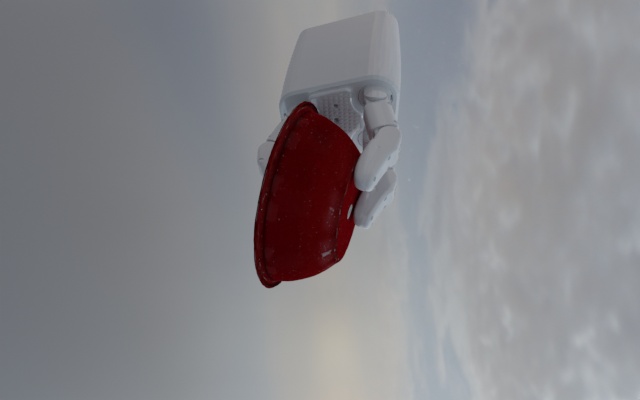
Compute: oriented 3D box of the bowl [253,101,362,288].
[{"bbox_3d":[0.000,0.003,0.404,0.055,0.162,0.162,13,3,13],"label":"bowl"}]
